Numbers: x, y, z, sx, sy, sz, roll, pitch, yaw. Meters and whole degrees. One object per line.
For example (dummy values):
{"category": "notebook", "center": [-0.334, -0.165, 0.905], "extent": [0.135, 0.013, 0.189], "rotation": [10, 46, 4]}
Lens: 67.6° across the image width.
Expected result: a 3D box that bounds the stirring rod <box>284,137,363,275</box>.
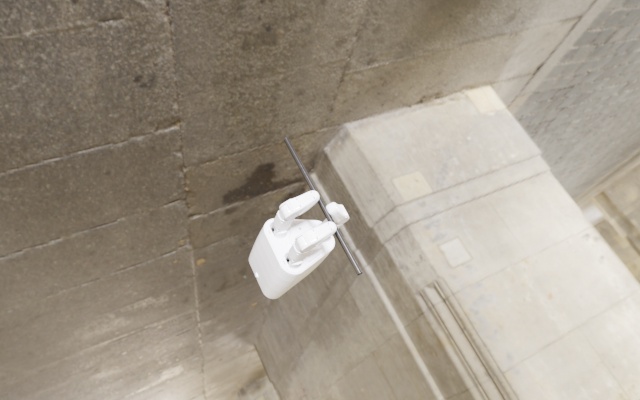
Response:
{"category": "stirring rod", "center": [0.000, 0.002, 0.694], "extent": [0.011, 0.239, 0.011], "rotation": [-24, -23, -11]}
